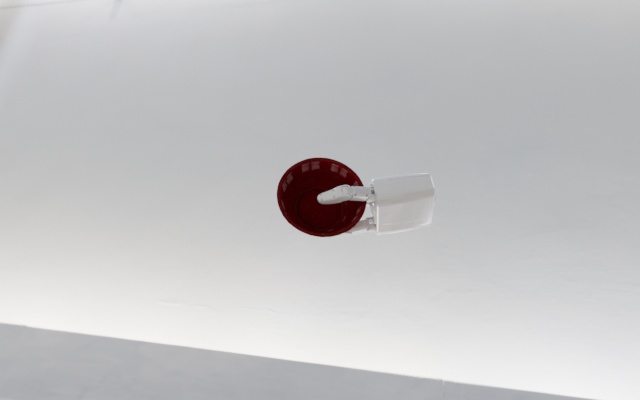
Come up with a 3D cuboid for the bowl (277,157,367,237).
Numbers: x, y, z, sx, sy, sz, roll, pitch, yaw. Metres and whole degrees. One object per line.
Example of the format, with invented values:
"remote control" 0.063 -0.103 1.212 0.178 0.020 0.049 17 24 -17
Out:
"bowl" -0.001 0.003 0.873 0.162 0.162 0.055 0 -28 -7
